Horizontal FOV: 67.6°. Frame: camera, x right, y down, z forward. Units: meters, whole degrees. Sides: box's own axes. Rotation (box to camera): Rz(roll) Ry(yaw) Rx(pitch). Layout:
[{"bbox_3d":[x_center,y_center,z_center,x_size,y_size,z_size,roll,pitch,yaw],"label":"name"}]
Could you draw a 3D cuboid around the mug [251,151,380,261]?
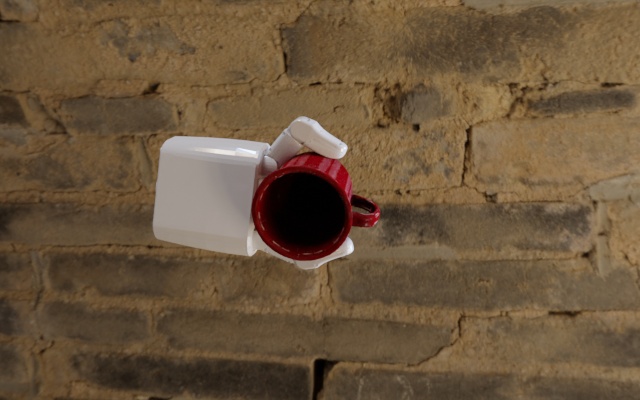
[{"bbox_3d":[0.002,0.002,0.467,0.117,0.093,0.081,9,21,6],"label":"mug"}]
